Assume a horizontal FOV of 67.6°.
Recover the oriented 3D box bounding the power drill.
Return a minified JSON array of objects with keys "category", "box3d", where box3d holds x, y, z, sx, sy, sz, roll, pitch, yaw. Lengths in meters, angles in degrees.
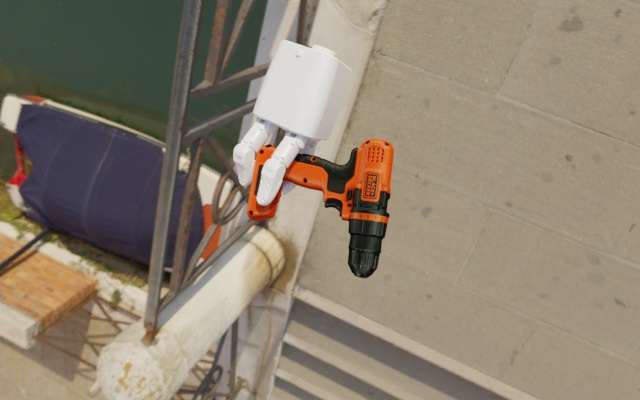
[{"category":"power drill","box3d":[0.000,0.002,0.645,0.187,0.184,0.057,7,-8,9]}]
